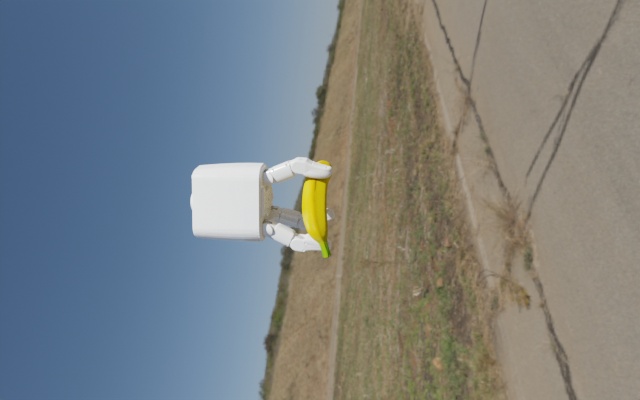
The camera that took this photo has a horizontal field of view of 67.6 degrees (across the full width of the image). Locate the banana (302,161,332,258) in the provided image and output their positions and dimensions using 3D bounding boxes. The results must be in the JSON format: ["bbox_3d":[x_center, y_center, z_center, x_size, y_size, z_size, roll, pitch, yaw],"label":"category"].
[{"bbox_3d":[-0.004,-0.008,0.727,0.037,0.197,0.070,-6,-46,10],"label":"banana"}]
